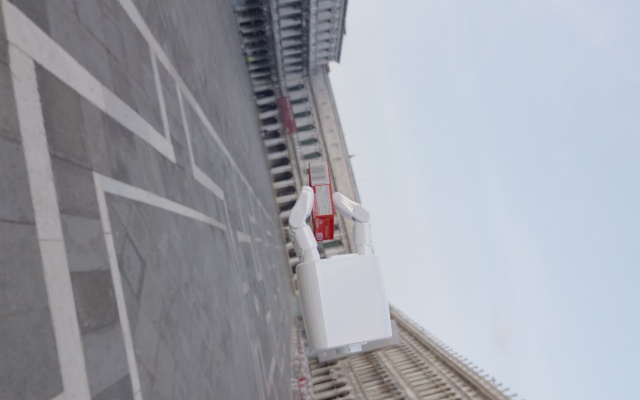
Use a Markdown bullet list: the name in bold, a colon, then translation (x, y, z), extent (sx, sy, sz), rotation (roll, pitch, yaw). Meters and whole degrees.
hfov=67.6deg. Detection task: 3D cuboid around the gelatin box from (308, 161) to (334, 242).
- **gelatin box**: translation (0.001, 0.002, 0.664), extent (0.030, 0.089, 0.073), rotation (-5, -29, -3)
